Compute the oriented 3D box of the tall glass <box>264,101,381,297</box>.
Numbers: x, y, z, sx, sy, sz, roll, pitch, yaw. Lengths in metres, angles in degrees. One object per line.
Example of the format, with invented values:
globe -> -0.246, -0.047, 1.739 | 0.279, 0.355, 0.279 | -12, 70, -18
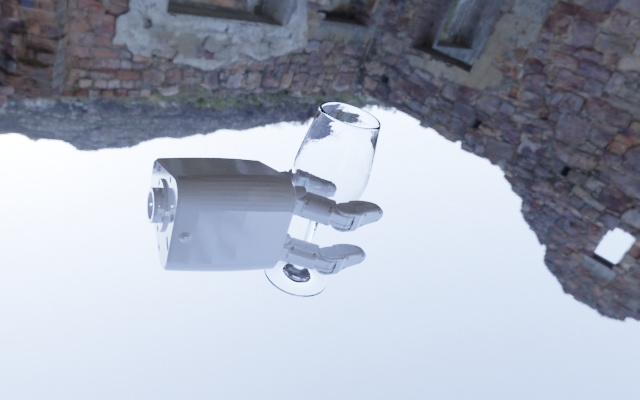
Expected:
tall glass -> 0.000, 0.002, 0.500 | 0.079, 0.201, 0.079 | 15, 28, -8
